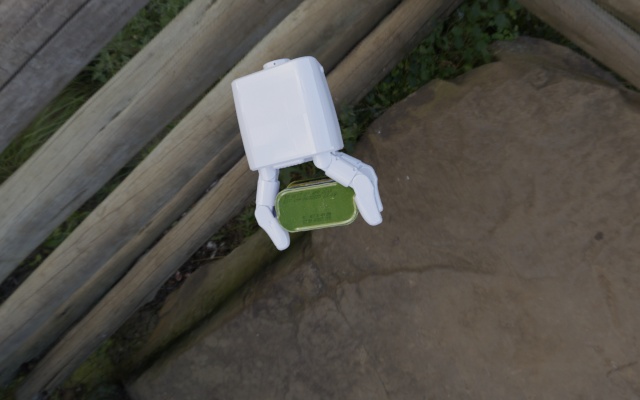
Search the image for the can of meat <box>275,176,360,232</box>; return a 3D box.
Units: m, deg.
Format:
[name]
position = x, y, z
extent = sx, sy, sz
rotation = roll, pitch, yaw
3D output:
[can of meat]
position = 0.000, 0.002, 0.585
extent = 0.102, 0.057, 0.084
rotation = -9, 6, 8
